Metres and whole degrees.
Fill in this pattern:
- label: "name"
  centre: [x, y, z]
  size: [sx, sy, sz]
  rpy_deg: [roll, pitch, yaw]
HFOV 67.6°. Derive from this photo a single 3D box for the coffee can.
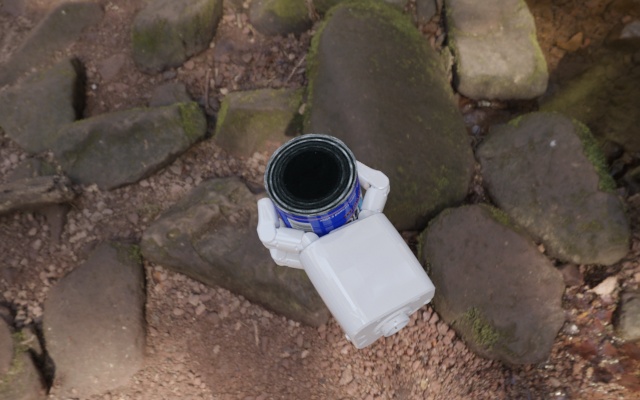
- label: "coffee can"
  centre: [0.000, 0.002, 0.572]
  size: [0.103, 0.102, 0.140]
  rpy_deg: [0, -27, 10]
